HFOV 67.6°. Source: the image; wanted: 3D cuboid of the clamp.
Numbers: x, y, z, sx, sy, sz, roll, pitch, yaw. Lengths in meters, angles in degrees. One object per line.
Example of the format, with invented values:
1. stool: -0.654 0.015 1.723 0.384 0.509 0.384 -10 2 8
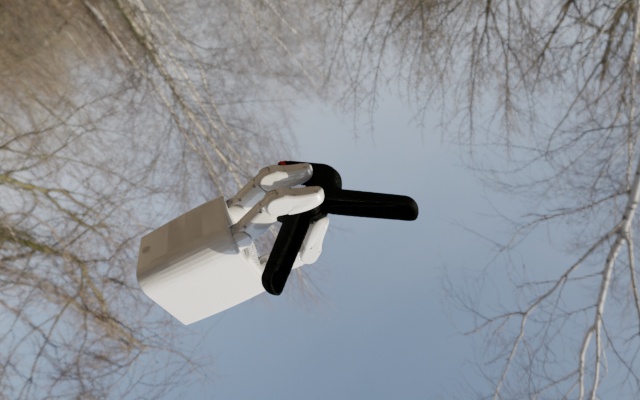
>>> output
1. clamp: 0.000 0.002 0.522 0.164 0.036 0.210 -23 32 -2
